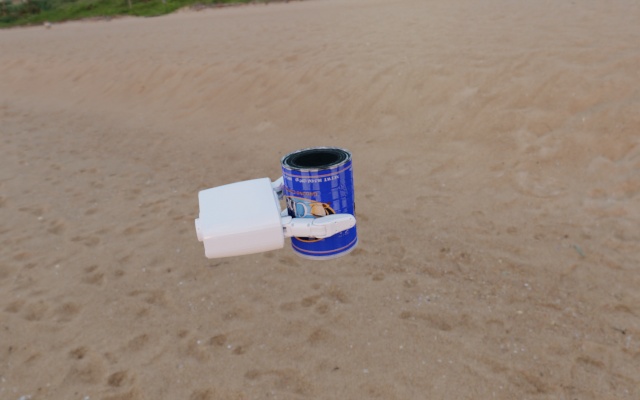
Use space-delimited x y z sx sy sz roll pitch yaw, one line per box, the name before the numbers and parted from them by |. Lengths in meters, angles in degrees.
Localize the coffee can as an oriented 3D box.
coffee can | 0.000 0.002 0.703 0.103 0.140 0.102 -5 23 2
